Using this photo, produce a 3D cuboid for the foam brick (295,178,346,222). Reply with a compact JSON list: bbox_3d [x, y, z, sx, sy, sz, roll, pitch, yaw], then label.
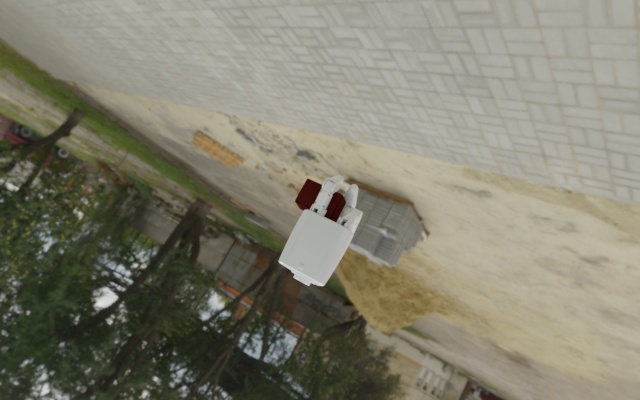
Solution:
[{"bbox_3d":[0.000,0.003,0.886,0.078,0.051,0.053,26,-11,16],"label":"foam brick"}]
